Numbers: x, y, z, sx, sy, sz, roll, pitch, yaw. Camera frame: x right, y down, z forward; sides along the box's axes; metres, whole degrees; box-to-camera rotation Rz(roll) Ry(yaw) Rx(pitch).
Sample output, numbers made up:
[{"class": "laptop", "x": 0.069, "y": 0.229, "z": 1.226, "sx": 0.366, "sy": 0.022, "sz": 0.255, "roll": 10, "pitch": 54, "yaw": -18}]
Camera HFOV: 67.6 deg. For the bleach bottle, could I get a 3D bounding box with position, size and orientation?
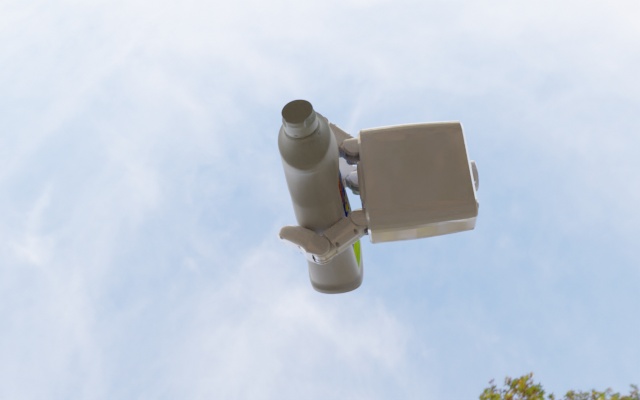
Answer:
[{"class": "bleach bottle", "x": 0.000, "y": 0.002, "z": 0.503, "sx": 0.068, "sy": 0.102, "sz": 0.251, "roll": -7, "pitch": -36, "yaw": 6}]
